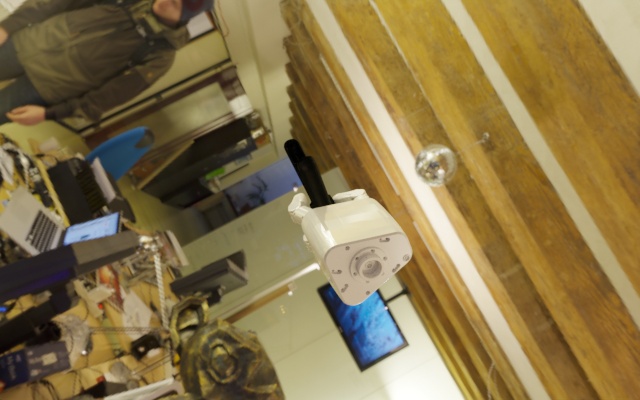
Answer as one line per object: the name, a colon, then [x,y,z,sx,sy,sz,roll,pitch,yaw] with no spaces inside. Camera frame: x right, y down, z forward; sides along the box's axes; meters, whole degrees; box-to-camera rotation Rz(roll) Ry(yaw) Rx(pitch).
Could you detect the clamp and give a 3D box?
clamp: [0.001,0.003,0.732,0.036,0.210,0.164,-26,26,-2]
